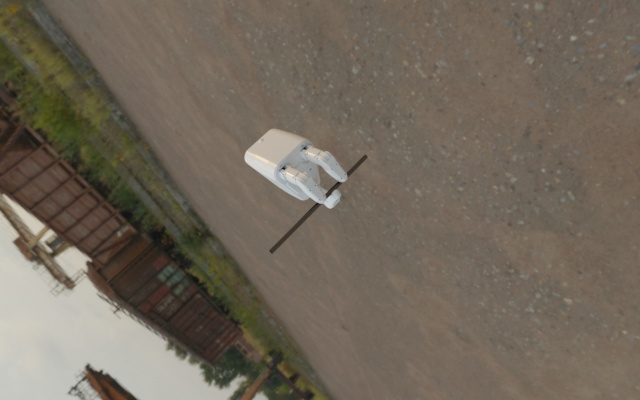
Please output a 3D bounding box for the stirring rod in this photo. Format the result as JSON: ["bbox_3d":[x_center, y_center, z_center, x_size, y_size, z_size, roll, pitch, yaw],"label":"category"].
[{"bbox_3d":[0.000,0.003,0.811,0.239,0.011,0.011,-45,17,-18],"label":"stirring rod"}]
